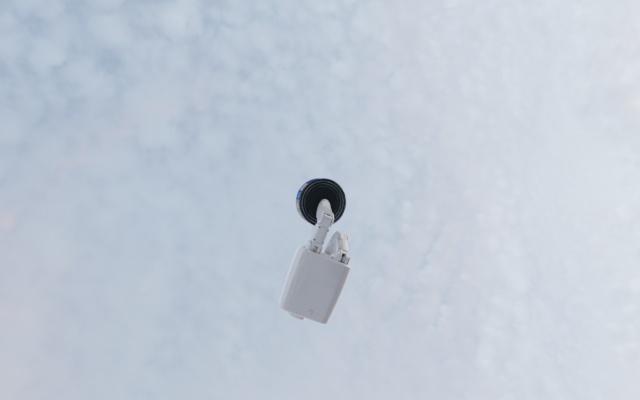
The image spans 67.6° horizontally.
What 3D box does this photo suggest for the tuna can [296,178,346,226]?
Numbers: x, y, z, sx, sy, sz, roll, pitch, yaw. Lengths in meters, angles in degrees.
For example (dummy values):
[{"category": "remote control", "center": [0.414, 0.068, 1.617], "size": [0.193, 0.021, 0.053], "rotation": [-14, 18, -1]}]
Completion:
[{"category": "tuna can", "center": [0.000, 0.003, 0.846], "size": [0.086, 0.086, 0.034], "rotation": [0, 4, -16]}]
